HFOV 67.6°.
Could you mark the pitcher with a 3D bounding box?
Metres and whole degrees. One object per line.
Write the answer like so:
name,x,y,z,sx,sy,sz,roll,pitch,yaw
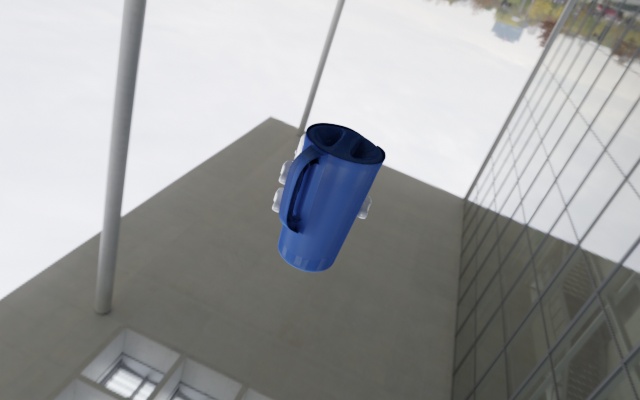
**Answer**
pitcher,0.000,0.003,0.804,0.149,0.243,0.145,14,30,-11
